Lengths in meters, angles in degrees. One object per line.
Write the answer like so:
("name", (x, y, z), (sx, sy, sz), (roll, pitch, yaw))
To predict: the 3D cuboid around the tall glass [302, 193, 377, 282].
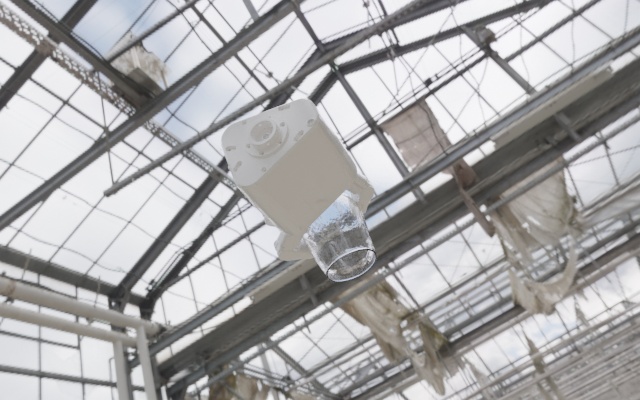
("tall glass", (0.000, 0.001, 0.594), (0.079, 0.201, 0.079), (-17, -37, -13))
